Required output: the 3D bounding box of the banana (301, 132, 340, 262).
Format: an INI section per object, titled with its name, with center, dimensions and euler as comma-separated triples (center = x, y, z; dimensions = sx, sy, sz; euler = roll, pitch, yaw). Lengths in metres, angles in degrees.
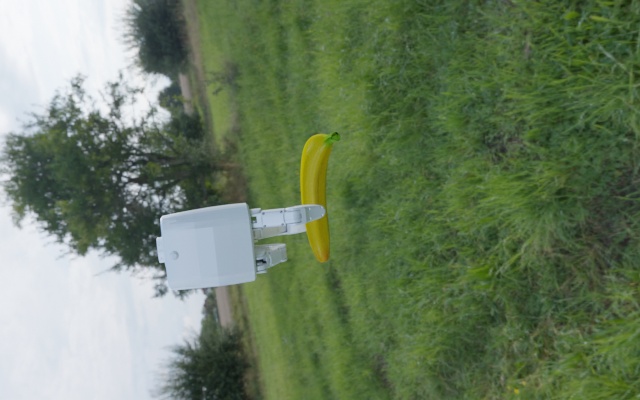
[banana]
center = -0.005, -0.010, 0.651
dimensions = 0.037, 0.198, 0.069
euler = -7, 31, -15
